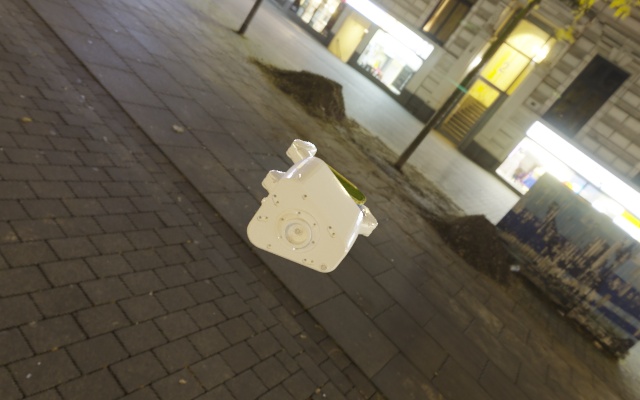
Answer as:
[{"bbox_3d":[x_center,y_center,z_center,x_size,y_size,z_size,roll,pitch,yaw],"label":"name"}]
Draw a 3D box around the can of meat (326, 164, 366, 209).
[{"bbox_3d":[0.000,0.002,0.655,0.102,0.084,0.057,38,20,4],"label":"can of meat"}]
